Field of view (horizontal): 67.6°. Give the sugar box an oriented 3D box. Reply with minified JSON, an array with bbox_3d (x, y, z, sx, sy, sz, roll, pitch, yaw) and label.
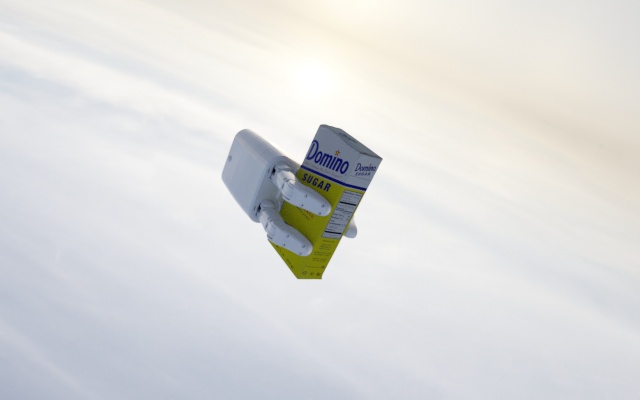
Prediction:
[{"bbox_3d":[0.000,0.002,0.595,0.048,0.176,0.093,8,24,-39],"label":"sugar box"}]
